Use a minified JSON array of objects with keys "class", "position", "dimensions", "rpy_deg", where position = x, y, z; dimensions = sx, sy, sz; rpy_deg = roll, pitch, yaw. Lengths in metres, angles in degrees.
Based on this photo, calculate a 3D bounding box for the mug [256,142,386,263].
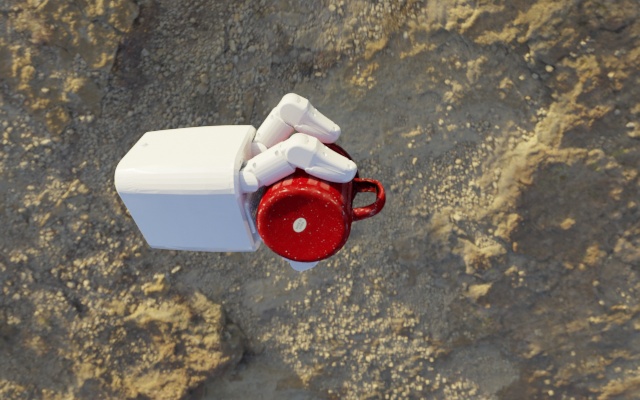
[{"class":"mug","position":[0.001,0.002,0.431],"dimensions":[0.117,0.093,0.081],"rpy_deg":[-1,32,6]}]
